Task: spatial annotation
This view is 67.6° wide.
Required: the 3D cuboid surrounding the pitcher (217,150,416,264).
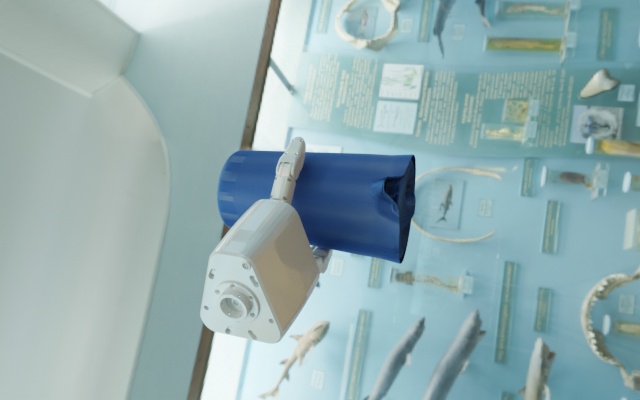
[{"bbox_3d":[0.000,0.002,0.621,0.243,0.149,0.145,7,30,17],"label":"pitcher"}]
